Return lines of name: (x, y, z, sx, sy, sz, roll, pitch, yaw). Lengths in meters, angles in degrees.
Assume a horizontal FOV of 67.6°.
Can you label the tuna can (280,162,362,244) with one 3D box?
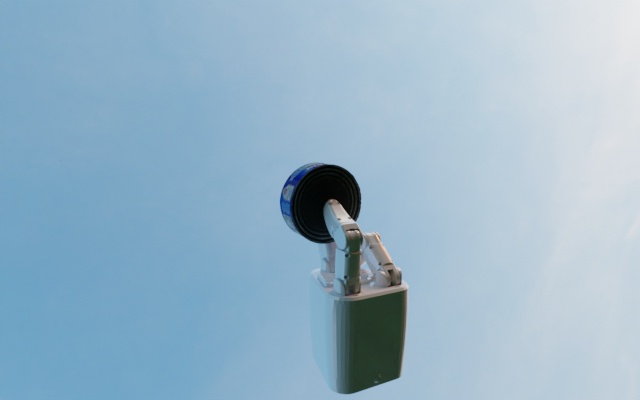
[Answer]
tuna can: (0.000, 0.002, 0.520, 0.086, 0.086, 0.033, 0, 10, -29)
